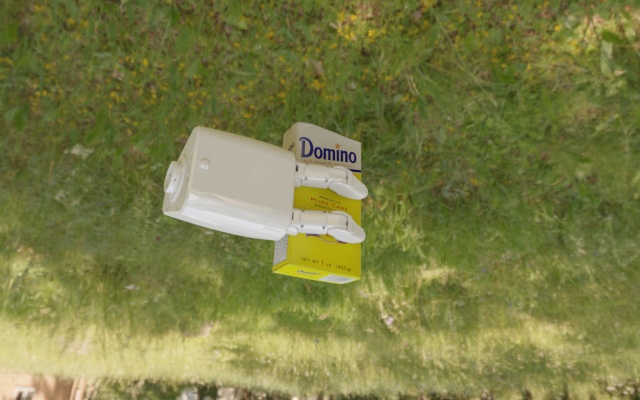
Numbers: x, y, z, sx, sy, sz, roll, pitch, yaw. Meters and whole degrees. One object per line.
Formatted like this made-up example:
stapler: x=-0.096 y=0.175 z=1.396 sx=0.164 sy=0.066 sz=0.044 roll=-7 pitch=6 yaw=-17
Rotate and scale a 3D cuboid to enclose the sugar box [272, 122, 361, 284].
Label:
sugar box: x=0.000 y=0.002 z=0.551 sx=0.093 sy=0.176 sz=0.048 roll=15 pitch=-25 yaw=-28
